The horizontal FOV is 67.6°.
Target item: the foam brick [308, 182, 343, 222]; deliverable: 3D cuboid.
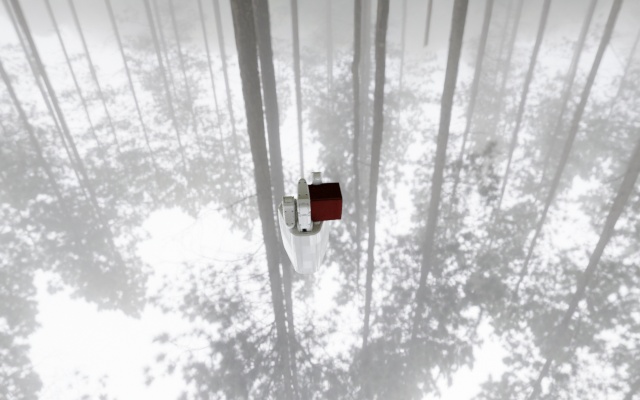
[{"bbox_3d":[0.000,0.003,0.886,0.078,0.051,0.053,-4,37,-2],"label":"foam brick"}]
